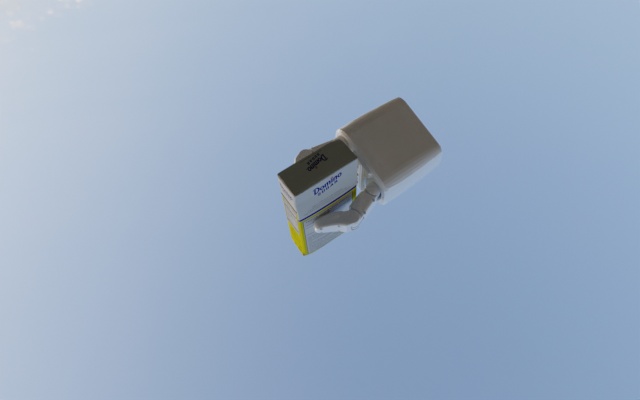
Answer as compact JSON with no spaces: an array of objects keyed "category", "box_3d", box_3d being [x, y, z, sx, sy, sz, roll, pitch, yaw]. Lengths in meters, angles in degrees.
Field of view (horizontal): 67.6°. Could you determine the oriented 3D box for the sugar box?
[{"category":"sugar box","box_3d":[0.000,0.002,0.630,0.093,0.048,0.176,-32,-28,-15]}]
